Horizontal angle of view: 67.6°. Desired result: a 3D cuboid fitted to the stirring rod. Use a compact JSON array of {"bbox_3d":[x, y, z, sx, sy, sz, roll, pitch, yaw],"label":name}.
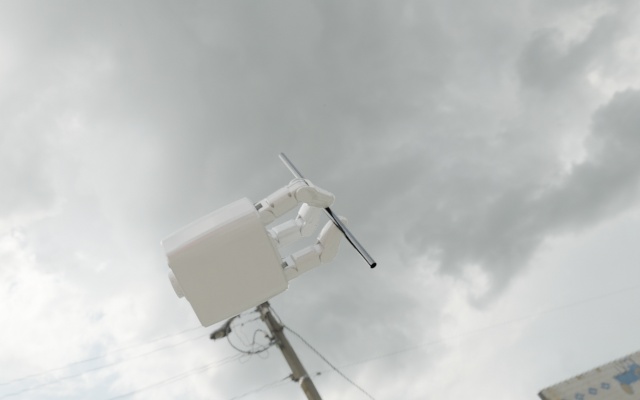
[{"bbox_3d":[0.000,0.002,0.572,0.011,0.011,0.239,0,32,-32],"label":"stirring rod"}]
